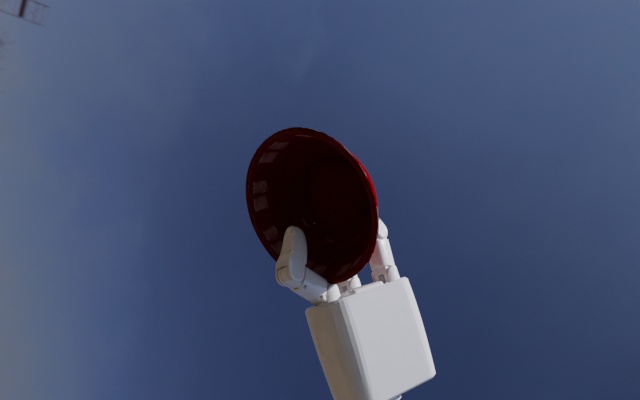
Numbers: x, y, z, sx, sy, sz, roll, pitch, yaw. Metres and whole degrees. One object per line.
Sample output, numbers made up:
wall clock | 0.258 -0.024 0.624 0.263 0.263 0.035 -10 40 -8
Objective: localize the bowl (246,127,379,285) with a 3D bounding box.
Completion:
bowl | 0.000 0.000 0.490 0.162 0.162 0.055 0 16 36
